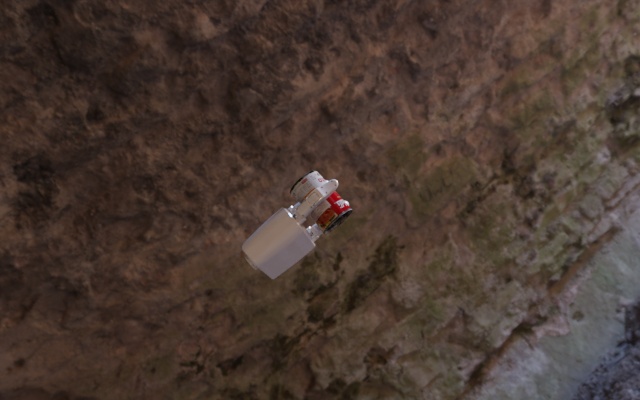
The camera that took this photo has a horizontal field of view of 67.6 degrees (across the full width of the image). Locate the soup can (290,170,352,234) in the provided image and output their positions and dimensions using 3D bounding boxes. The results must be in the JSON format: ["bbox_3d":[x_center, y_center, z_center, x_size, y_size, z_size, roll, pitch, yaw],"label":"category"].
[{"bbox_3d":[0.000,0.002,0.881,0.068,0.102,0.068,-39,-13,-11],"label":"soup can"}]
